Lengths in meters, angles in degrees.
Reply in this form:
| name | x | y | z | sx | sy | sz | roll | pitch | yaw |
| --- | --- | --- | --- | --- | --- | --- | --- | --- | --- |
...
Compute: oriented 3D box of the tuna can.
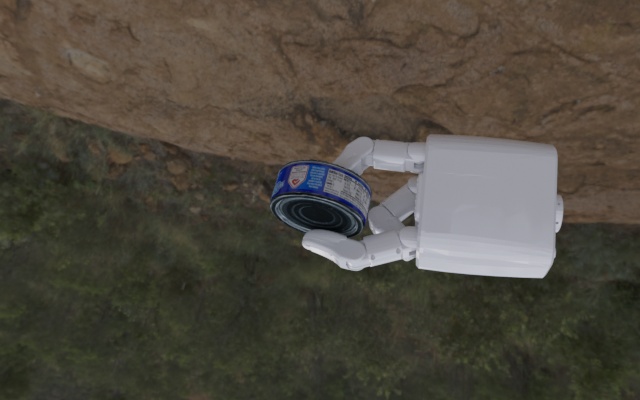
| name | x | y | z | sx | sy | sz | roll | pitch | yaw |
| --- | --- | --- | --- | --- | --- | --- | --- | --- | --- |
| tuna can | 0.000 | 0.002 | 0.417 | 0.086 | 0.033 | 0.086 | 12 | -26 | 6 |
